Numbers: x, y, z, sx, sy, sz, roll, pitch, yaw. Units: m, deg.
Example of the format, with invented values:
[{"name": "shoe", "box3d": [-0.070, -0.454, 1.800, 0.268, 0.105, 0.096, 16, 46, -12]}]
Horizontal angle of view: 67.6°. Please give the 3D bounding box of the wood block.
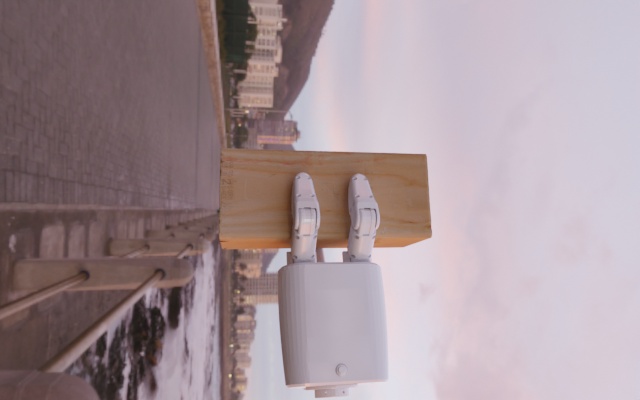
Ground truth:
[{"name": "wood block", "box3d": [0.000, 0.002, 0.503, 0.206, 0.090, 0.091, 1, -12, -10]}]
